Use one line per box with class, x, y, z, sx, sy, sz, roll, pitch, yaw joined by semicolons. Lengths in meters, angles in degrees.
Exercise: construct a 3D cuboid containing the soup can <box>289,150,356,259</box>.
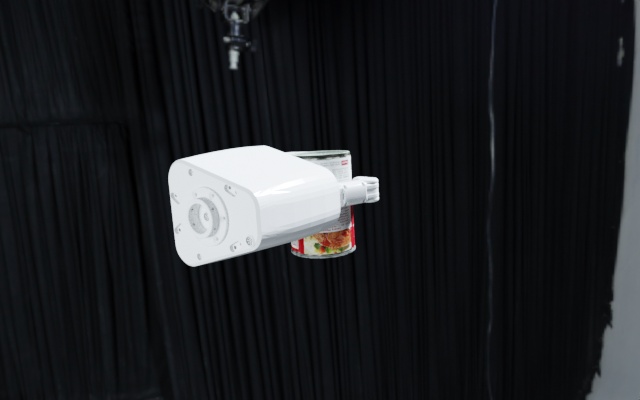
soup can;0.000;0.001;0.495;0.068;0.102;0.068;-3;9;1
